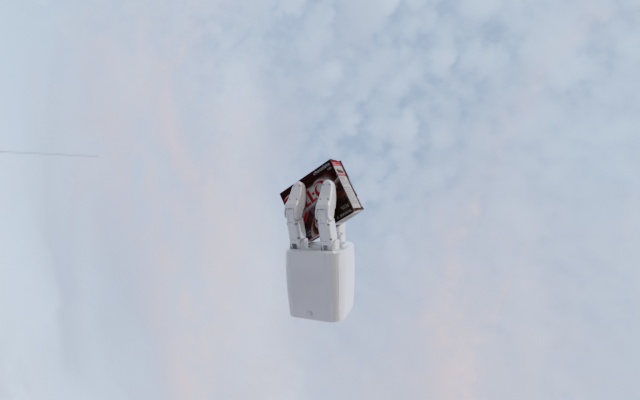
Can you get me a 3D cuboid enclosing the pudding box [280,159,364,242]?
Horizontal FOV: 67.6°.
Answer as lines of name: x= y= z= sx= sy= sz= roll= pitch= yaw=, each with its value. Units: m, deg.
pudding box: x=0.000 y=0.002 z=0.737 sx=0.113 sy=0.090 sz=0.039 roll=-32 pitch=-15 yaw=27
